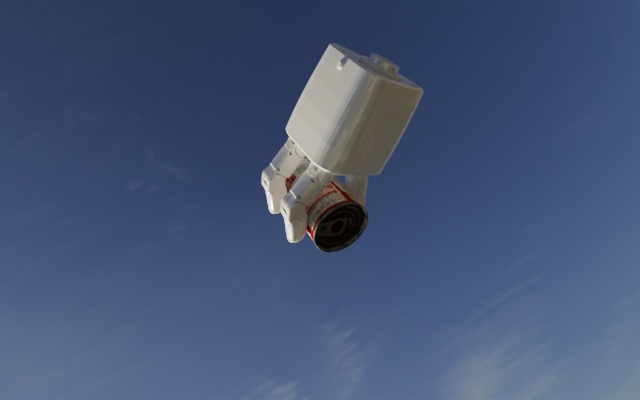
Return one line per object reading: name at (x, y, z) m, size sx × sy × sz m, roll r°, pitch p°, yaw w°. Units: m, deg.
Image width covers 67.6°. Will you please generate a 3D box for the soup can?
soup can at (0.000, 0.002, 0.556) m, size 0.068 × 0.068 × 0.102 m, roll 0°, pitch 35°, yaw -34°
